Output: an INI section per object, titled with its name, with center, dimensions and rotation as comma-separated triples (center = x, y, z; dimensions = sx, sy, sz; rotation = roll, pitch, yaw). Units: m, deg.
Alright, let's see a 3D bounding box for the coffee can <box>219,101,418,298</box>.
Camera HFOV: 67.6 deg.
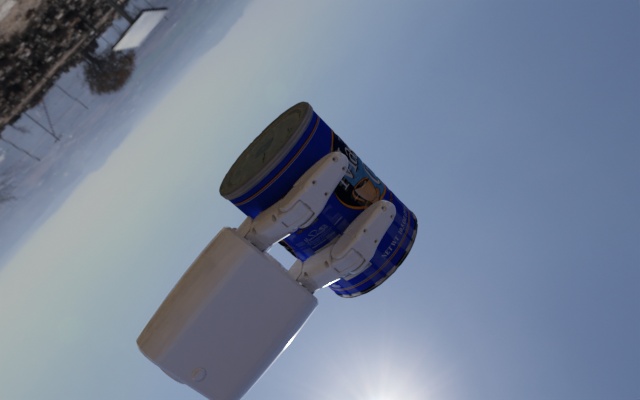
[coffee can]
center = 0.000, 0.001, 0.411
dimensions = 0.140, 0.102, 0.103
rotation = 43, -19, -21
